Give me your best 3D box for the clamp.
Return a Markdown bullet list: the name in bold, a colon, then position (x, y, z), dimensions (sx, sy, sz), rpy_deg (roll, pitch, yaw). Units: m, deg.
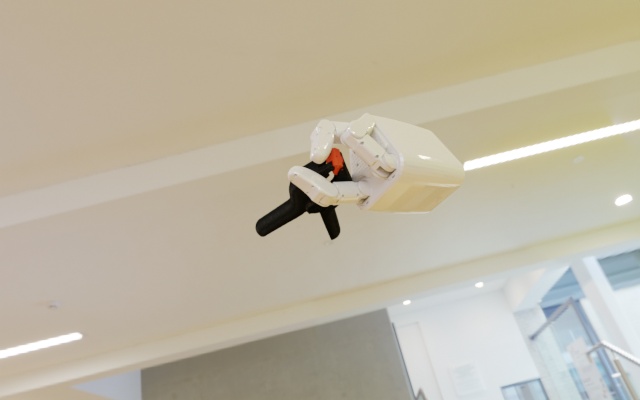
- **clamp**: position (0.000, 0.001, 0.614), dimensions (0.120, 0.039, 0.171), rpy_deg (5, -35, -31)
